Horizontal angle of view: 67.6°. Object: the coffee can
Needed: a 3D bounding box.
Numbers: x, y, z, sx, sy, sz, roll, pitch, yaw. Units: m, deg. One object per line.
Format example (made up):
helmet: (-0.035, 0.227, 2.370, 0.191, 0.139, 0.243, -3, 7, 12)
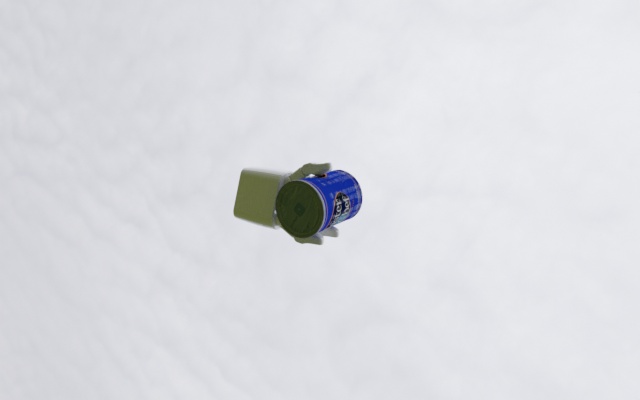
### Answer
coffee can: (0.000, 0.003, 0.878, 0.103, 0.103, 0.140, 0, 11, 34)
